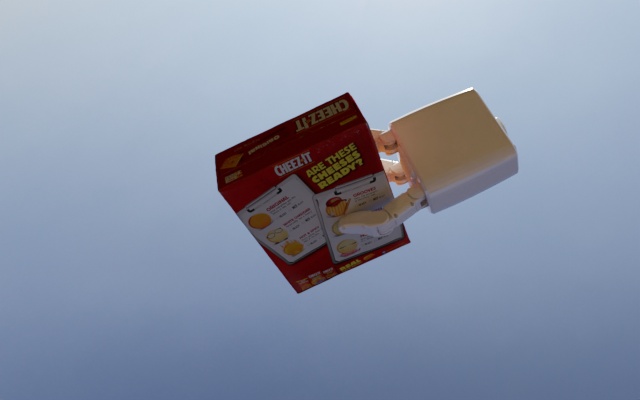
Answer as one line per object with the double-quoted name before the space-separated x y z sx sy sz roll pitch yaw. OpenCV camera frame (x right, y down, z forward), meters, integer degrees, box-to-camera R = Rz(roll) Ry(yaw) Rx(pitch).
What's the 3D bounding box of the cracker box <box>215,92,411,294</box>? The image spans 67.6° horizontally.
"cracker box" 0.000 0.002 0.561 0.164 0.072 0.214 -25 -45 4
